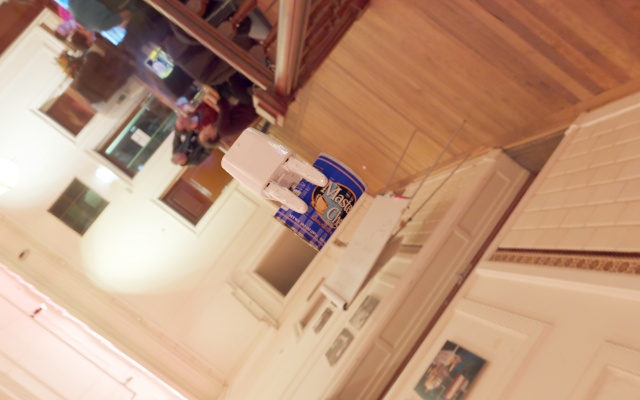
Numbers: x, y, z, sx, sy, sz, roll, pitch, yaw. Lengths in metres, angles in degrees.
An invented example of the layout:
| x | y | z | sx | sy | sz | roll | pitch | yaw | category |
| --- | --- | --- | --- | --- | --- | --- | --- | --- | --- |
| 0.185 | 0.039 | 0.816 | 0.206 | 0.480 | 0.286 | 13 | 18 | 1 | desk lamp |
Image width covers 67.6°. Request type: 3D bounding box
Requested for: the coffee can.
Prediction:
| x | y | z | sx | sy | sz | roll | pitch | yaw | category |
| --- | --- | --- | --- | --- | --- | --- | --- | --- | --- |
| 0.000 | 0.003 | 0.826 | 0.103 | 0.140 | 0.103 | 36 | -7 | 5 | coffee can |
